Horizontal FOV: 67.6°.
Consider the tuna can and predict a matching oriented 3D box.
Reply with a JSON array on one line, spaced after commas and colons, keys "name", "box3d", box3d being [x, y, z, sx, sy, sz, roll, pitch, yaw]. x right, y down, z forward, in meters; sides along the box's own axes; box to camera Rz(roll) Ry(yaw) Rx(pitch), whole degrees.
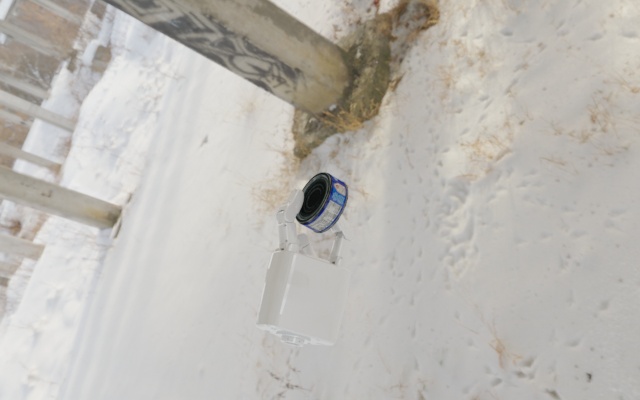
[{"name": "tuna can", "box3d": [0.000, 0.002, 0.696, 0.034, 0.086, 0.086, 30, -15, -28]}]
